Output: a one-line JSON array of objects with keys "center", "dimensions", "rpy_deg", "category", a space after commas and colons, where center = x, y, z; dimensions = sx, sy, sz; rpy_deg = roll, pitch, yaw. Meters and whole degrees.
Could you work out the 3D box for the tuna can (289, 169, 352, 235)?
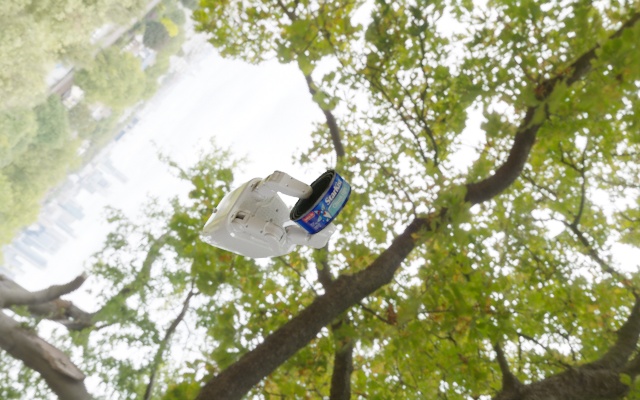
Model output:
[{"center": [0.001, 0.002, 0.618], "dimensions": [0.034, 0.086, 0.086], "rpy_deg": [41, -13, -16], "category": "tuna can"}]
